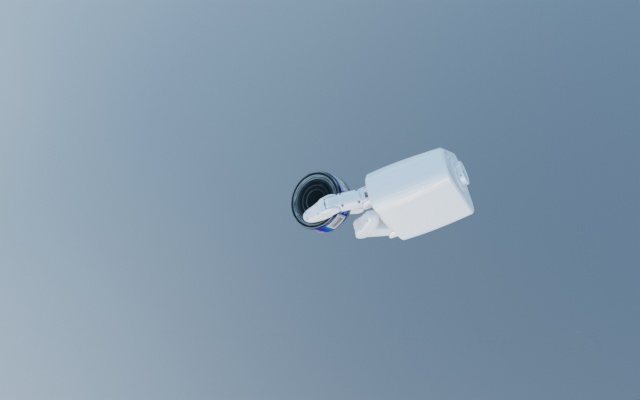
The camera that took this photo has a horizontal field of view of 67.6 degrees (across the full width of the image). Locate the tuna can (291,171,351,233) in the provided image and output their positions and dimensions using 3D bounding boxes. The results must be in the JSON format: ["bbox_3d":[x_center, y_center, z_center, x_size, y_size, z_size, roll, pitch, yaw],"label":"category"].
[{"bbox_3d":[0.000,0.002,0.684,0.086,0.086,0.034,0,-12,34],"label":"tuna can"}]
